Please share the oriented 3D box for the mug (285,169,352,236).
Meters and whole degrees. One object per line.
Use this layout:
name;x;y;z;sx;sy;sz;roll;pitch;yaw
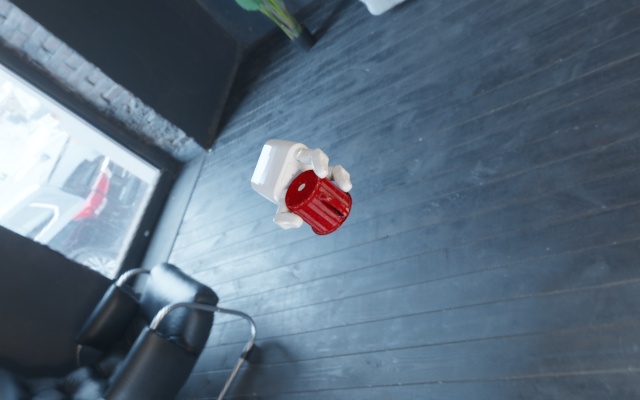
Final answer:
mug;0.001;0.003;0.804;0.081;0.093;0.117;39;-11;-35
